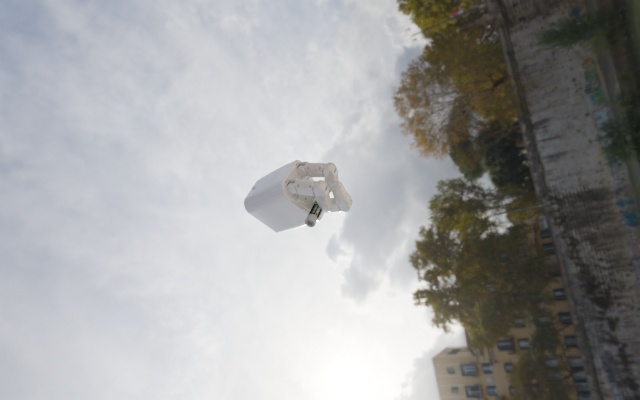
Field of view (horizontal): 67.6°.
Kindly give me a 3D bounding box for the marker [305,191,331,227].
[{"bbox_3d":[0.000,0.003,0.855,0.020,0.020,0.121,0,37,22],"label":"marker"}]
